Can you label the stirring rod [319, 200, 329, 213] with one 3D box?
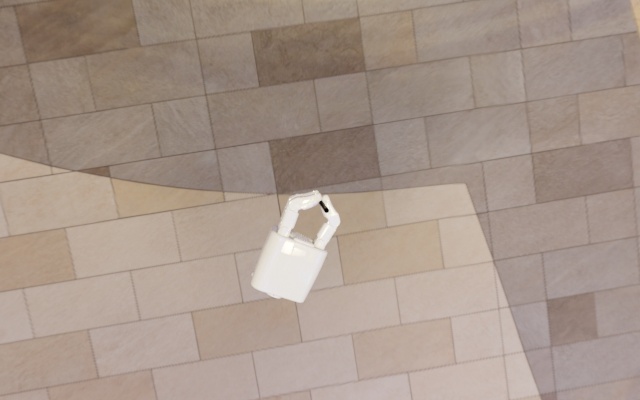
[{"bbox_3d":[0.000,0.003,0.841,0.011,0.011,0.239,0,6,-4],"label":"stirring rod"}]
